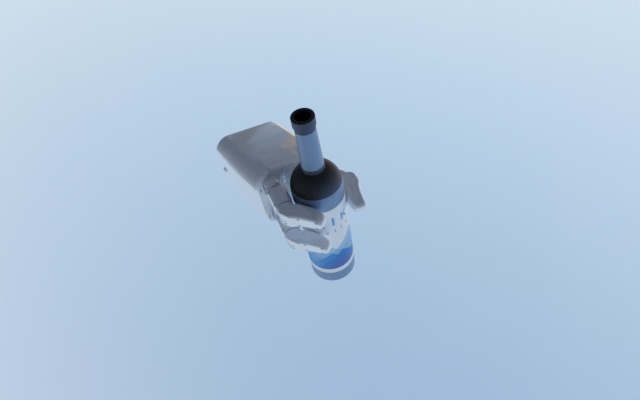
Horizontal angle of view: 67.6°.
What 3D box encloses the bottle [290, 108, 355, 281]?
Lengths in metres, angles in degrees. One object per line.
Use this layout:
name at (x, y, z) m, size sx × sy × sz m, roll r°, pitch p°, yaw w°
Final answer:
bottle at (0.000, 0.002, 0.618) m, size 0.069 × 0.069 × 0.296 m, roll 0°, pitch -39°, yaw 10°
